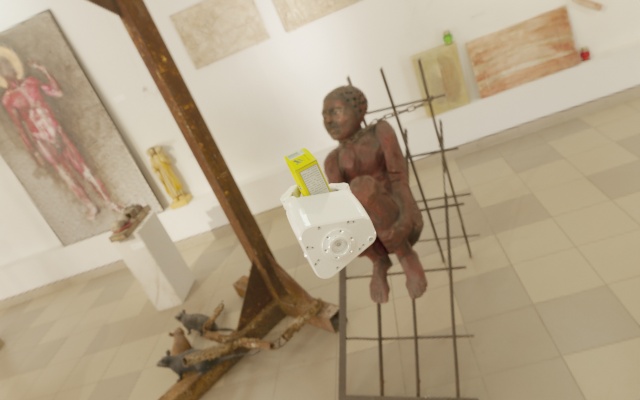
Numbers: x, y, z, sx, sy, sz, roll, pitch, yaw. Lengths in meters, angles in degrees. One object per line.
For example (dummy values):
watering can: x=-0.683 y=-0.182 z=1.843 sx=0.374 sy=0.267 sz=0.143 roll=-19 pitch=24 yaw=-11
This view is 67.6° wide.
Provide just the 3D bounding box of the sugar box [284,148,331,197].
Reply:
sugar box: x=0.000 y=0.003 z=0.812 sx=0.048 sy=0.176 sz=0.093 roll=-26 pitch=23 yaw=-5
